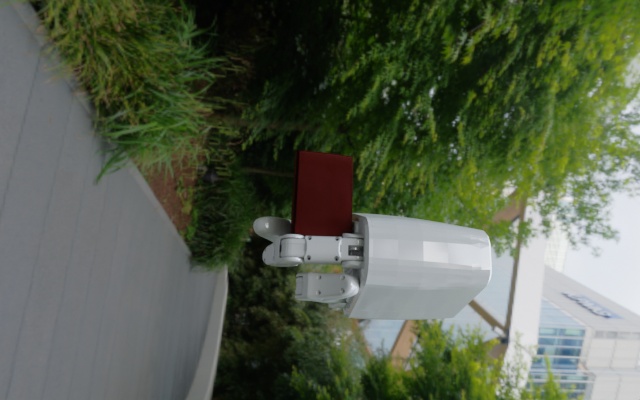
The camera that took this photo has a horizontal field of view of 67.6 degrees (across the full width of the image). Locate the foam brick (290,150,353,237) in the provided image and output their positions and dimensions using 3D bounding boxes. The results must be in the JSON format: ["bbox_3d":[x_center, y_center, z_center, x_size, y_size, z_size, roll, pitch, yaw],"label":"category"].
[{"bbox_3d":[0.000,0.001,0.431,0.051,0.078,0.053,3,-16,-4],"label":"foam brick"}]
